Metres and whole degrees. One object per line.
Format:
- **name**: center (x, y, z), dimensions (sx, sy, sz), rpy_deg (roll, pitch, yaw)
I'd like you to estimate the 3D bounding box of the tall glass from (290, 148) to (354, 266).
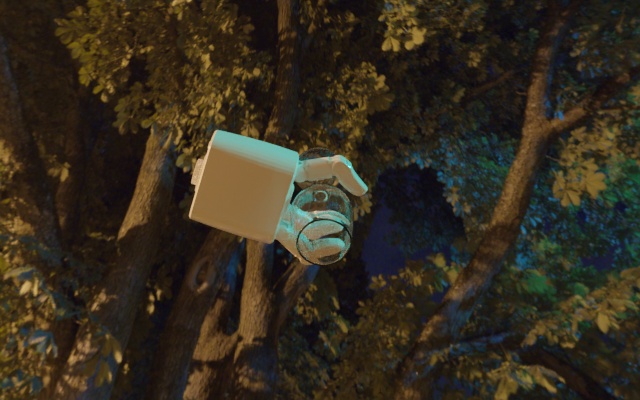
- **tall glass**: center (0.000, 0.002, 0.615), dimensions (0.079, 0.079, 0.201), rpy_deg (0, 27, -3)
